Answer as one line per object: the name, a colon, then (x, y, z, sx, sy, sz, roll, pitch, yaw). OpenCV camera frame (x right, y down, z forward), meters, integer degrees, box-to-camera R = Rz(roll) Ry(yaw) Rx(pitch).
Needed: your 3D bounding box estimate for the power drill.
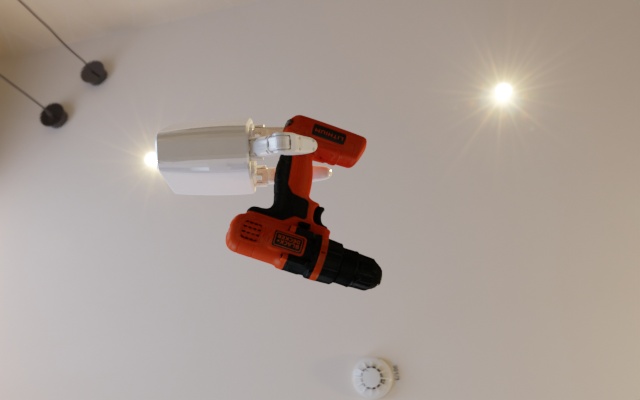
power drill: (0.000, 0.001, 0.570, 0.184, 0.187, 0.057, 19, -25, -9)
